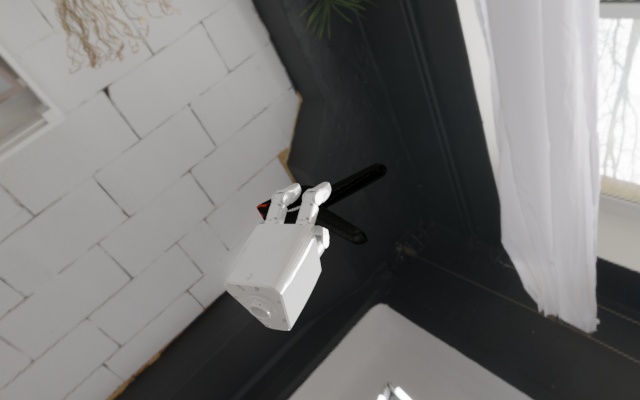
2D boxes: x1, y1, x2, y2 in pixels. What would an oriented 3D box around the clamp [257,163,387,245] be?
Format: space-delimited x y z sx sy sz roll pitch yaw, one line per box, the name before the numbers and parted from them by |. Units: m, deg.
clamp | 0.000 0.003 0.740 0.210 0.036 0.164 -1 41 31
